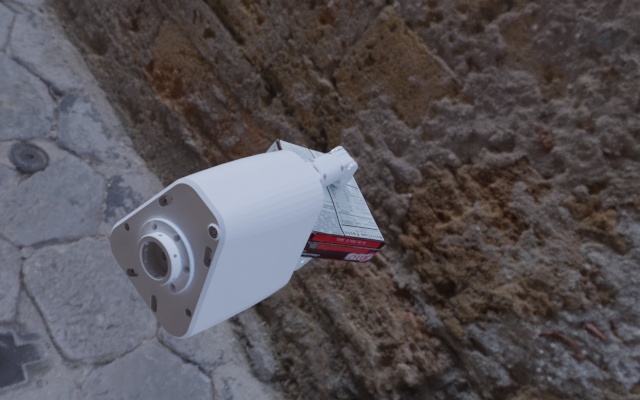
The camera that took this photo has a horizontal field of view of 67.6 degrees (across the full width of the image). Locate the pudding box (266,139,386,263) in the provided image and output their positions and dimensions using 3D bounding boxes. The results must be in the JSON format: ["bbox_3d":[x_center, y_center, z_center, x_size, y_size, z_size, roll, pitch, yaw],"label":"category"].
[{"bbox_3d":[0.000,0.001,0.441,0.090,0.113,0.039,12,-46,-39],"label":"pudding box"}]
